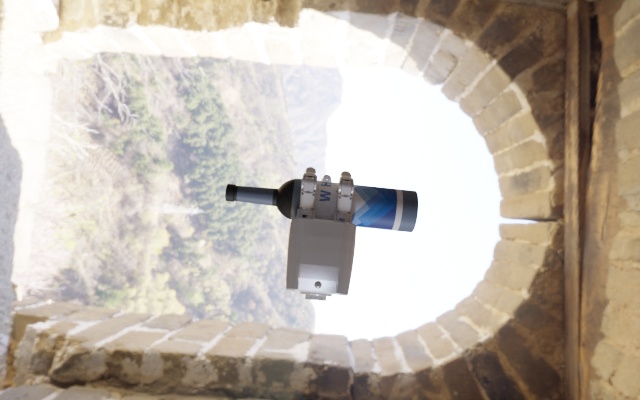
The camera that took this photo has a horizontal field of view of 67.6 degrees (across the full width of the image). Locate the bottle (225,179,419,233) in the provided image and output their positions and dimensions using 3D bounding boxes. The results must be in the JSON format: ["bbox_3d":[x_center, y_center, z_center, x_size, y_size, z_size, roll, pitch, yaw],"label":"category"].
[{"bbox_3d":[0.000,0.002,0.748,0.296,0.069,0.069,6,0,-1],"label":"bottle"}]
